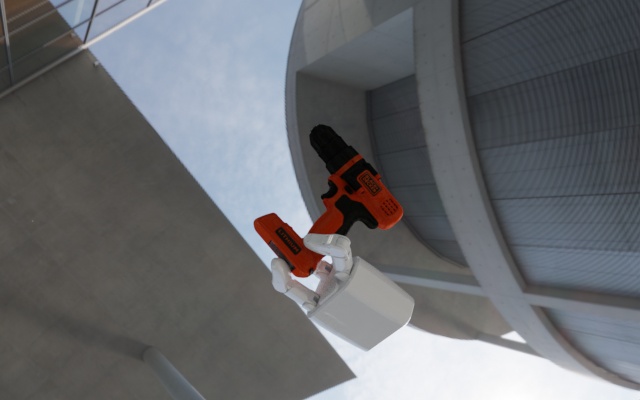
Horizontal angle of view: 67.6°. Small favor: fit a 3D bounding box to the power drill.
[{"bbox_3d":[0.000,0.003,0.673,0.187,0.184,0.057,-39,-6,-18],"label":"power drill"}]
